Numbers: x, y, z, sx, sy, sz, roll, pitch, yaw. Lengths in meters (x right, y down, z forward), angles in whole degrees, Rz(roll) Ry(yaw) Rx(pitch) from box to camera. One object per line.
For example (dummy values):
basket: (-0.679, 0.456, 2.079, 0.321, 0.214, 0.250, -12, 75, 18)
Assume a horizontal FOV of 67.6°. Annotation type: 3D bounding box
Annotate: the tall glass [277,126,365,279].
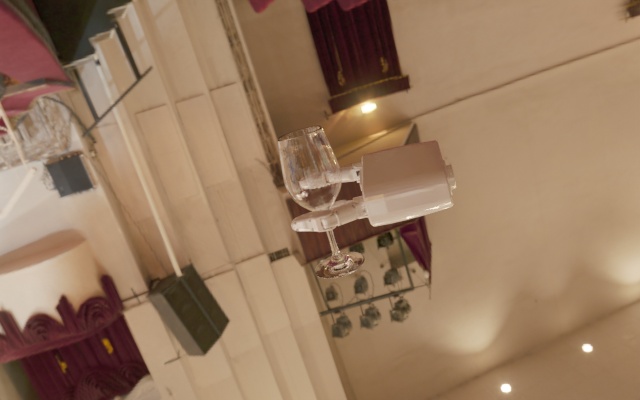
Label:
tall glass: (0.000, 0.003, 0.657, 0.079, 0.201, 0.079, -16, 17, 5)
